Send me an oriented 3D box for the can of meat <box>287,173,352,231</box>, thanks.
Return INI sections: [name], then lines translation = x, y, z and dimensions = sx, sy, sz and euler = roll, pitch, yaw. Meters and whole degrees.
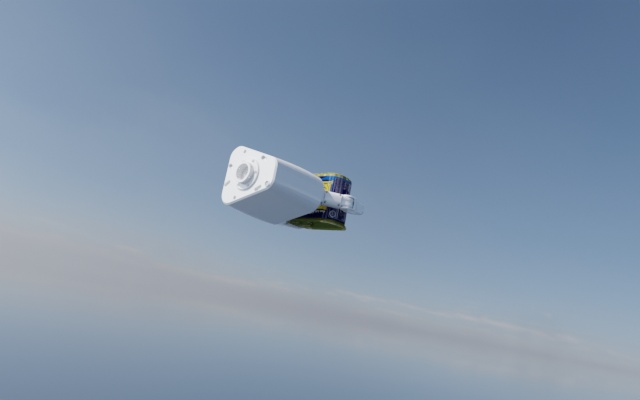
[can of meat]
translation = 0.000, 0.002, 0.797
dimensions = 0.102, 0.084, 0.057
euler = -1, -17, 42
